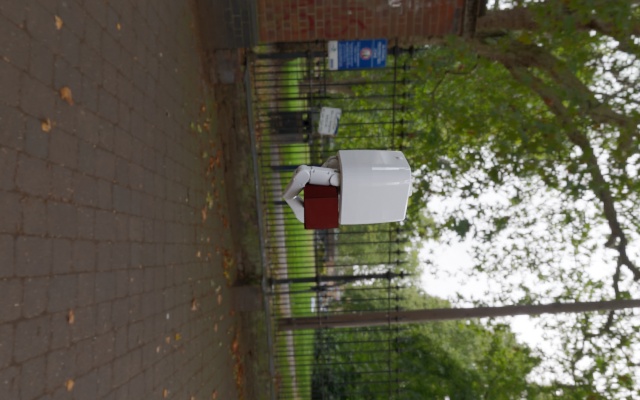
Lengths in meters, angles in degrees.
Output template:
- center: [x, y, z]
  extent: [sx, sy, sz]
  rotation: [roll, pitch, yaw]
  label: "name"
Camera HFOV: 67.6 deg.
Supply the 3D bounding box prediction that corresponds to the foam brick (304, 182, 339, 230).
- center: [0.000, 0.003, 0.720]
  extent: [0.051, 0.053, 0.078]
  rotation: [-1, 27, -2]
  label: "foam brick"
